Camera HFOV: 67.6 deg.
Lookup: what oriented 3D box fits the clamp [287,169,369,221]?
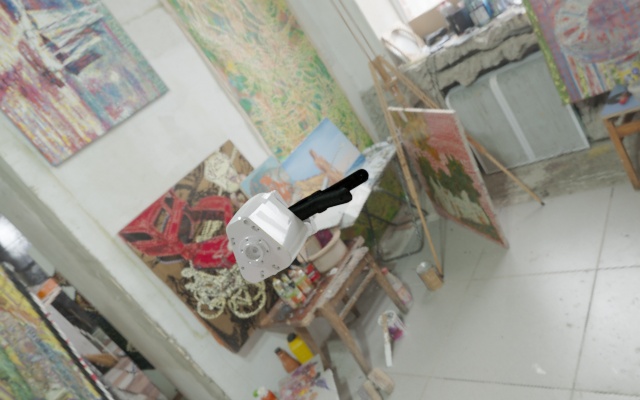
[{"bbox_3d":[0.000,0.002,0.812,0.171,0.039,0.120,-29,3,19],"label":"clamp"}]
